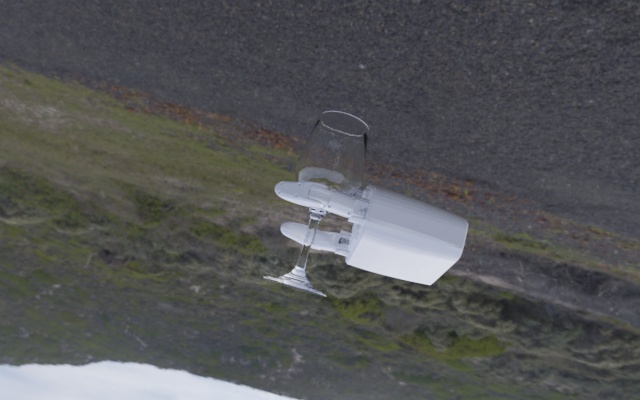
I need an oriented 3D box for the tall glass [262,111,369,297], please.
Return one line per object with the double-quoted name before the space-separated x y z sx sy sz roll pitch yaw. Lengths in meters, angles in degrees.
"tall glass" 0.000 0.002 0.543 0.079 0.201 0.079 16 -13 4
